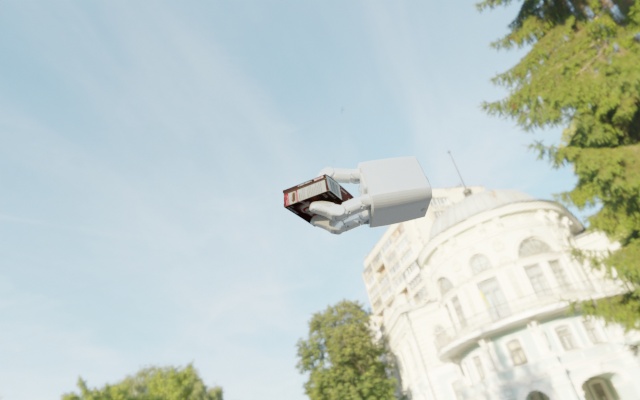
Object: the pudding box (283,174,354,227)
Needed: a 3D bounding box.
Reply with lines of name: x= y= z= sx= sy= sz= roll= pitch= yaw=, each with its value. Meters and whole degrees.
pudding box: x=0.000 y=0.003 z=0.841 sx=0.090 sy=0.039 sz=0.113 roll=-21 pitch=-32 yaw=22
